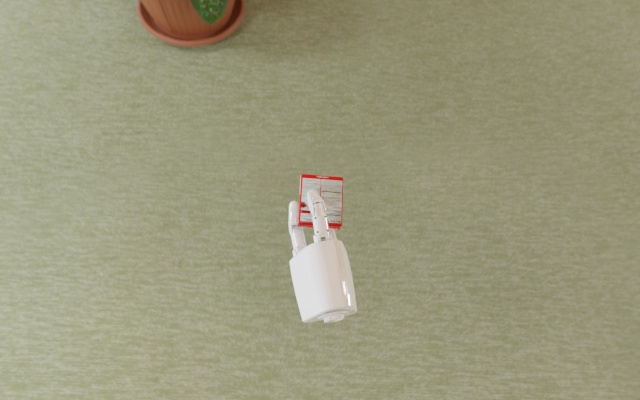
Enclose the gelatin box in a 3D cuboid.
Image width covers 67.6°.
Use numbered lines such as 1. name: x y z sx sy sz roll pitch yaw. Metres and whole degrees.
1. gelatin box: 0.000 0.002 0.806 0.073 0.089 0.030 4 -18 -5
